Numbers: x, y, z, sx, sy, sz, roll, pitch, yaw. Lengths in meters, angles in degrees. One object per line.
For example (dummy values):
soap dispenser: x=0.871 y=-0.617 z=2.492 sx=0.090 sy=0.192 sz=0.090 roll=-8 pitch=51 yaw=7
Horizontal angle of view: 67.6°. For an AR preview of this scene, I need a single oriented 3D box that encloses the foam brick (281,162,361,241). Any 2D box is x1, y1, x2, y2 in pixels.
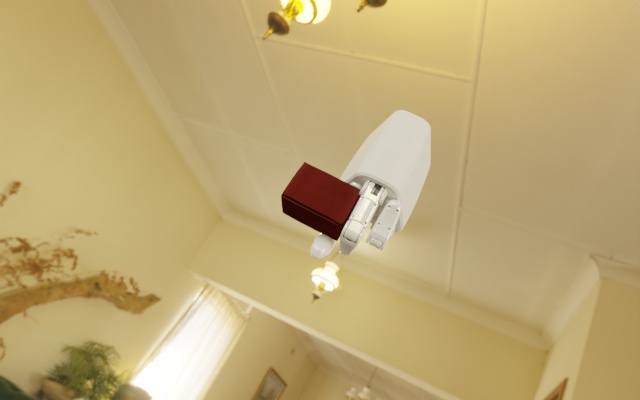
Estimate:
foam brick: x=0.000 y=0.002 z=0.557 sx=0.078 sy=0.051 sz=0.053 roll=27 pitch=-22 yaw=7
